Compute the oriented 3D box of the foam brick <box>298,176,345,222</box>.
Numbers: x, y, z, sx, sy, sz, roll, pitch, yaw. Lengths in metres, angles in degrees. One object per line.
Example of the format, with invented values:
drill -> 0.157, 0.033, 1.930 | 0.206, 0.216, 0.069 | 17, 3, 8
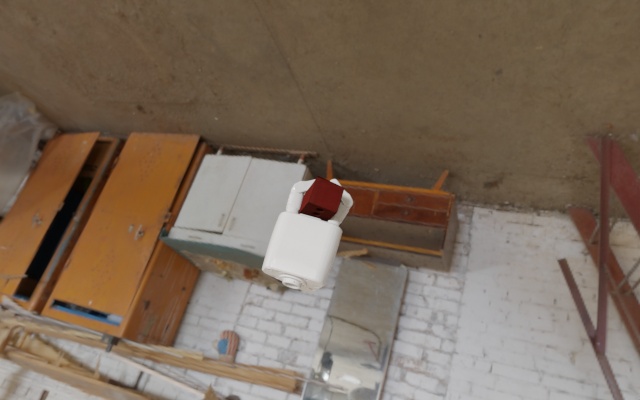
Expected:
foam brick -> 0.000, 0.002, 0.825 | 0.053, 0.051, 0.078 | 23, -25, -8
